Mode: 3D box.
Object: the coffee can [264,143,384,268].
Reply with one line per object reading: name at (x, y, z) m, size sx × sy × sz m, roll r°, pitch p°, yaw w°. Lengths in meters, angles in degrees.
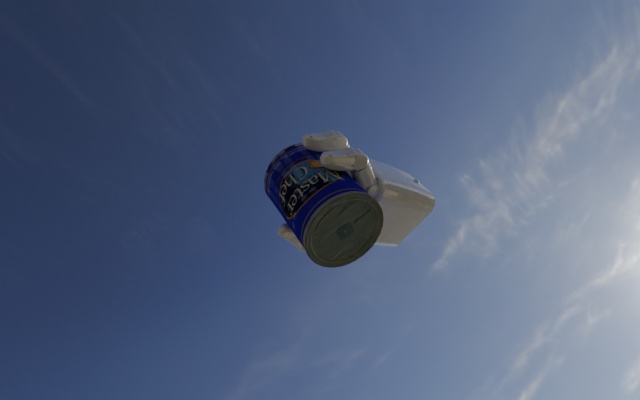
coffee can at (0.000, 0.002, 0.603) m, size 0.103 × 0.103 × 0.140 m, roll 0°, pitch 30°, yaw -29°
